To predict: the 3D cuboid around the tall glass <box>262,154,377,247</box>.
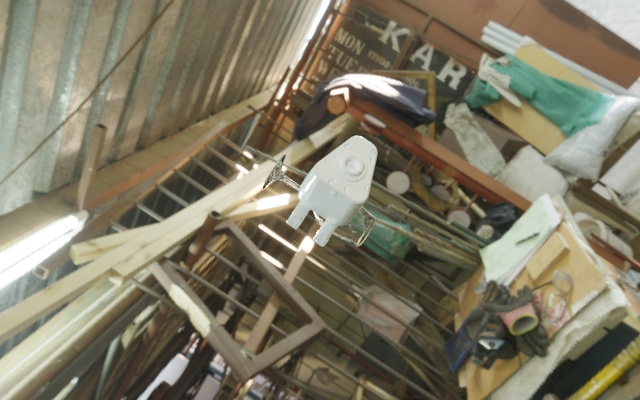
[{"bbox_3d":[0.000,0.002,0.850,0.201,0.079,0.079,33,0,-1],"label":"tall glass"}]
